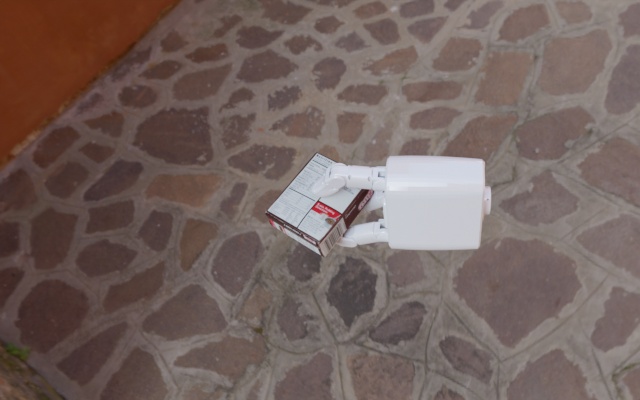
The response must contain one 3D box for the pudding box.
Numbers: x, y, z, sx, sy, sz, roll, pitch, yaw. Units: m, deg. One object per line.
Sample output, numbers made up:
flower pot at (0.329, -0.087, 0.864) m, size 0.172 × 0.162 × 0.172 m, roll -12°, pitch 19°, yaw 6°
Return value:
pudding box at (0.000, 0.002, 0.605) m, size 0.090 × 0.113 × 0.039 m, roll 28°, pitch -25°, yaw 28°
